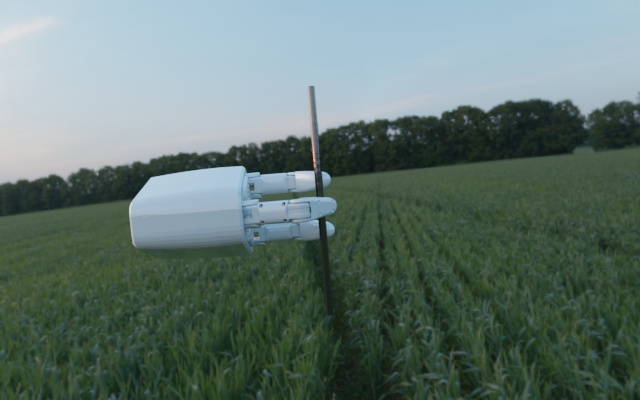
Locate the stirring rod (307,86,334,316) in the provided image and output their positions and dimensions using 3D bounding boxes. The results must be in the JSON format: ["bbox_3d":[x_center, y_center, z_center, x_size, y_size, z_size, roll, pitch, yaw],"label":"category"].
[{"bbox_3d":[0.000,0.002,0.501,0.011,0.239,0.011,-5,3,0],"label":"stirring rod"}]
